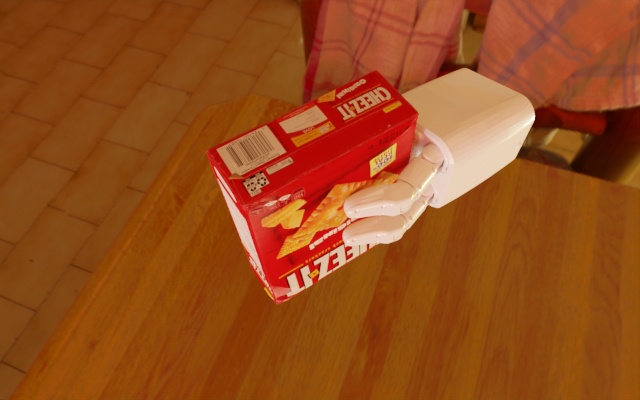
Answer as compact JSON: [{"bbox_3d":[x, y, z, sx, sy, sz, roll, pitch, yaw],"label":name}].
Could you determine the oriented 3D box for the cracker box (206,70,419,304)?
[{"bbox_3d":[0.000,0.001,0.464,0.164,0.072,0.214,-29,-29,-14],"label":"cracker box"}]
